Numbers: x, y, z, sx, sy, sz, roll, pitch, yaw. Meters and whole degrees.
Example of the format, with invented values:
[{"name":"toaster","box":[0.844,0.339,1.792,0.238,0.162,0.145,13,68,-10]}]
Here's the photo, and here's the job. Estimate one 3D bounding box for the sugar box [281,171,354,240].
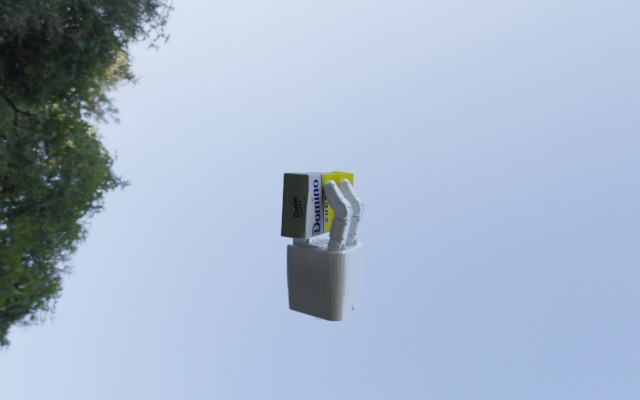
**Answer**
[{"name":"sugar box","box":[0.001,0.003,0.734,0.048,0.093,0.176,6,7,22]}]
